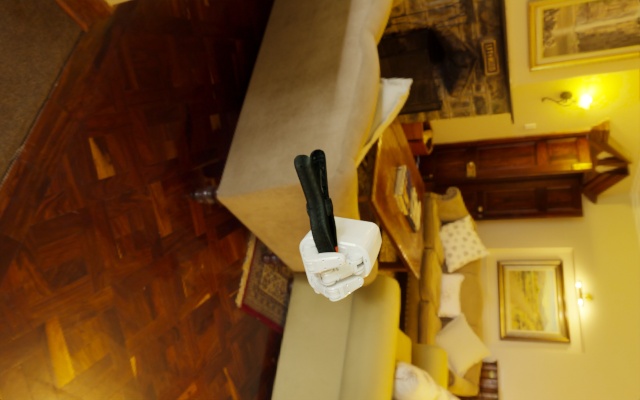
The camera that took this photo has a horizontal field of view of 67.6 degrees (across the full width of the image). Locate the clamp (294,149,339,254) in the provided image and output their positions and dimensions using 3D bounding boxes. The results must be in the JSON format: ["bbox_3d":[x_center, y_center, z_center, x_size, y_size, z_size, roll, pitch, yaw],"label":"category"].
[{"bbox_3d":[0.001,0.002,0.715,0.039,0.171,0.120,-5,18,18],"label":"clamp"}]
